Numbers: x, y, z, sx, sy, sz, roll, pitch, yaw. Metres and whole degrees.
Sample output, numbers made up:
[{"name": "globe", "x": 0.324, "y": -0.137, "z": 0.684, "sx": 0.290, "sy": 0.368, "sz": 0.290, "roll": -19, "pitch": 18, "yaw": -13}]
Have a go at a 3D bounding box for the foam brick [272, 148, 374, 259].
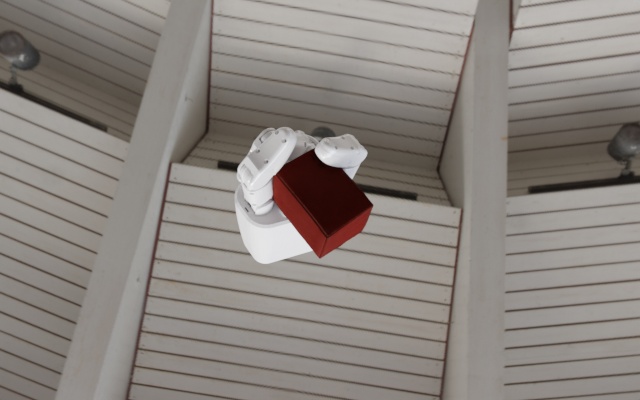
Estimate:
[{"name": "foam brick", "x": 0.000, "y": 0.002, "z": 0.424, "sx": 0.053, "sy": 0.078, "sz": 0.051, "roll": -31, "pitch": -22, "yaw": -22}]
